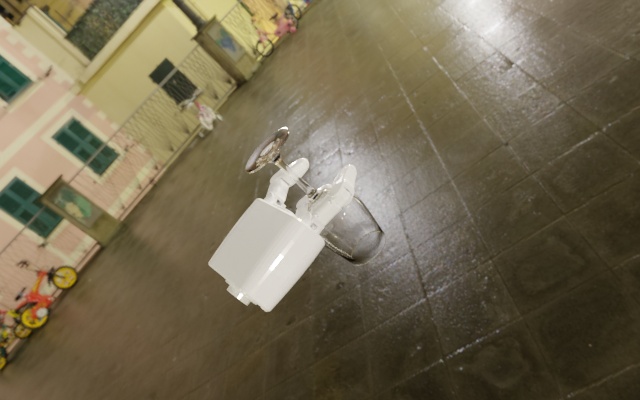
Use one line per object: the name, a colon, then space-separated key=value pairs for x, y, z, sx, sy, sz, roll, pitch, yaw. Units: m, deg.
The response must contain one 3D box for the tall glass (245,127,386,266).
tall glass: x=0.000 y=0.001 z=0.615 sx=0.201 sy=0.079 sz=0.079 roll=44 pitch=-21 yaw=-24
